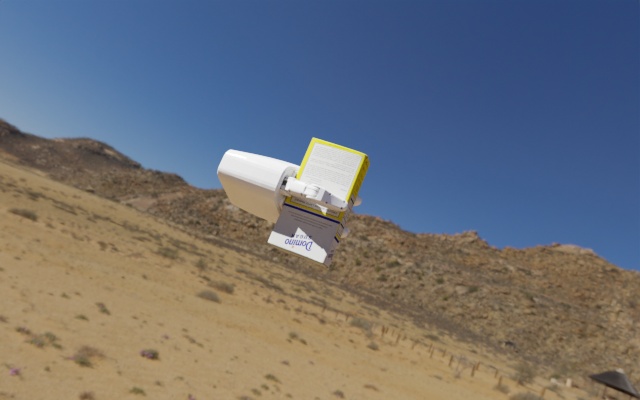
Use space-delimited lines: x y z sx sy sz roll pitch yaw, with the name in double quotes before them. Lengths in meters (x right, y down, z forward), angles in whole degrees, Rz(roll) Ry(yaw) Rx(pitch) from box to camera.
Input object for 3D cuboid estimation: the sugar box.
"sugar box" 0.000 0.002 0.713 0.093 0.176 0.048 19 -10 18
